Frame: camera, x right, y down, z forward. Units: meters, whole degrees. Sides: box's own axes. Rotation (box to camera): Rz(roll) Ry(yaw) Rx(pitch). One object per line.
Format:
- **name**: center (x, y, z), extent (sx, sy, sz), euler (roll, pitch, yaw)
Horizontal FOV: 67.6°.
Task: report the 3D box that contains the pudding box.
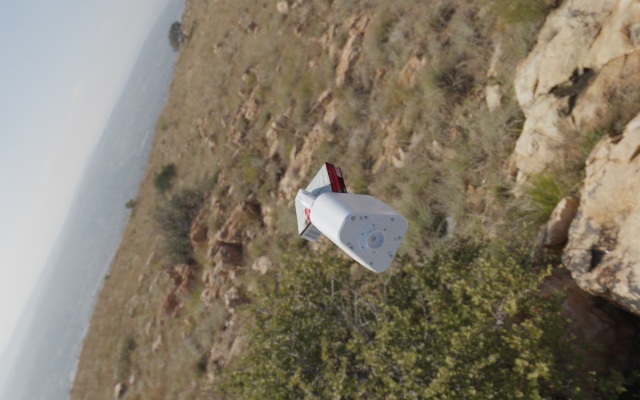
- **pudding box**: center (0.000, 0.003, 0.835), extent (0.039, 0.113, 0.090), euler (23, 33, -26)
